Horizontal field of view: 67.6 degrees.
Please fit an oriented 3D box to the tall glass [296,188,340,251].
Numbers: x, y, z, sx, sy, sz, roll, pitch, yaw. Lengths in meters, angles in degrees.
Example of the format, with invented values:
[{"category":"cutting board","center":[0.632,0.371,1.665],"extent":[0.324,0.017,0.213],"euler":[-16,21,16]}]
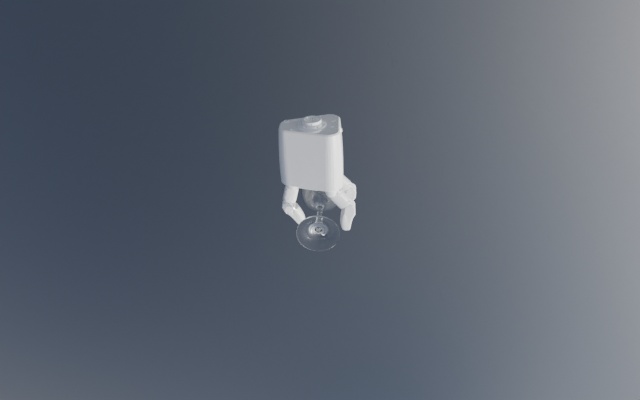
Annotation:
[{"category":"tall glass","center":[0.000,0.003,0.894],"extent":[0.079,0.079,0.201],"euler":[0,33,3]}]
